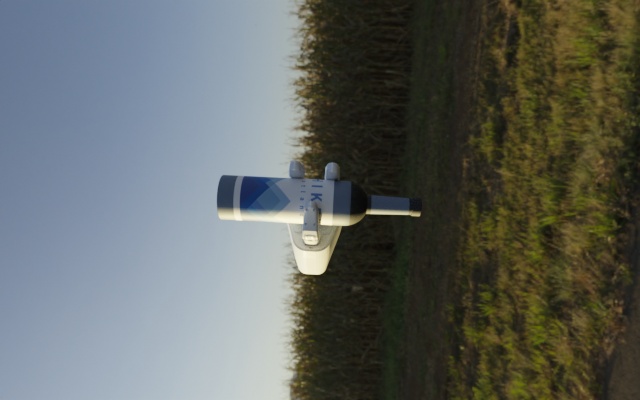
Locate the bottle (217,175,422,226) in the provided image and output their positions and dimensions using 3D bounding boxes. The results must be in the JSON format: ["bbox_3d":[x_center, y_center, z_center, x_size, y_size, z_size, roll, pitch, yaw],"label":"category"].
[{"bbox_3d":[0.000,0.002,0.708,0.296,0.069,0.069,3,0,1],"label":"bottle"}]
